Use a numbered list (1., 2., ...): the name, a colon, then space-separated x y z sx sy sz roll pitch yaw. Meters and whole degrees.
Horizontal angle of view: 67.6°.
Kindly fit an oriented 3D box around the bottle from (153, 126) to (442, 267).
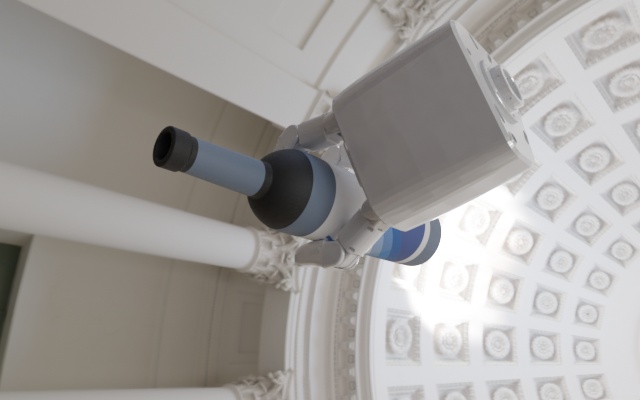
1. bottle: 0.000 0.001 0.403 0.069 0.069 0.296 0 -14 44
